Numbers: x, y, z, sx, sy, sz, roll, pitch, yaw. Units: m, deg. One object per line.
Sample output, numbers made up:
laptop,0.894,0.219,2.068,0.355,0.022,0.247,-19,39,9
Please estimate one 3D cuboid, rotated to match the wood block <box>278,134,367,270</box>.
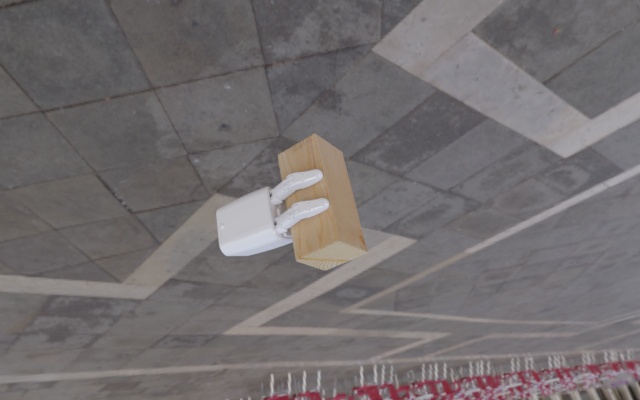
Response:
wood block,0.000,0.003,0.824,0.090,0.206,0.091,-27,-31,26
